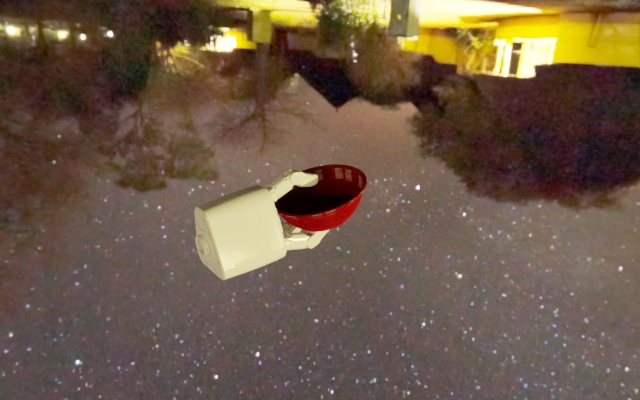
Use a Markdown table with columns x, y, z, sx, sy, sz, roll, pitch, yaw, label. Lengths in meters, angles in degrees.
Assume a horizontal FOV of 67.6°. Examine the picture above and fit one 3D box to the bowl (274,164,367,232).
| x | y | z | sx | sy | sz | roll | pitch | yaw | label |
| --- | --- | --- | --- | --- | --- | --- | --- | --- | --- |
| 0.001 | 0.002 | 0.773 | 0.162 | 0.055 | 0.162 | -12 | 29 | 7 | bowl |
